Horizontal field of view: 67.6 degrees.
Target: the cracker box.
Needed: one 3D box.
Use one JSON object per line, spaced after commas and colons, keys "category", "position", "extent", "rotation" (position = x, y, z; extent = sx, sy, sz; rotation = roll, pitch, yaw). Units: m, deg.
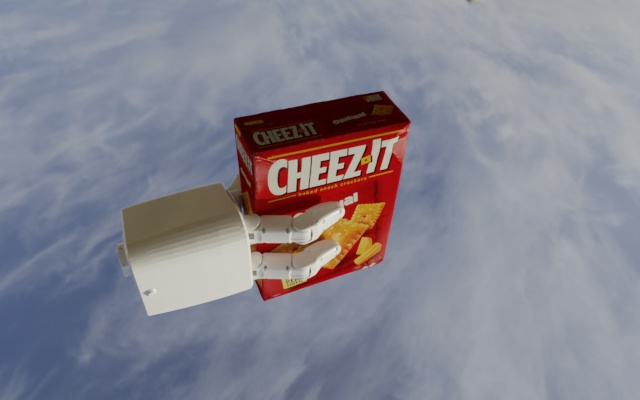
{"category": "cracker box", "position": [0.000, 0.002, 0.525], "extent": [0.164, 0.214, 0.072], "rotation": [-15, 46, -19]}
